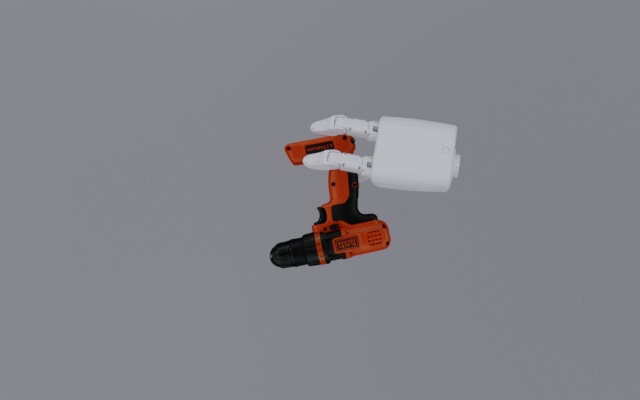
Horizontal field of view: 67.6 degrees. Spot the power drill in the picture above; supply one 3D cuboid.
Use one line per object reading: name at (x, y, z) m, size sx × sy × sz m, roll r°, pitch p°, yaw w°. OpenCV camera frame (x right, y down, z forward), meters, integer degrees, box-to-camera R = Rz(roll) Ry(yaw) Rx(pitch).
power drill at (0.000, 0.002, 0.720) m, size 0.184 × 0.187 × 0.057 m, roll -12°, pitch 3°, yaw 0°
